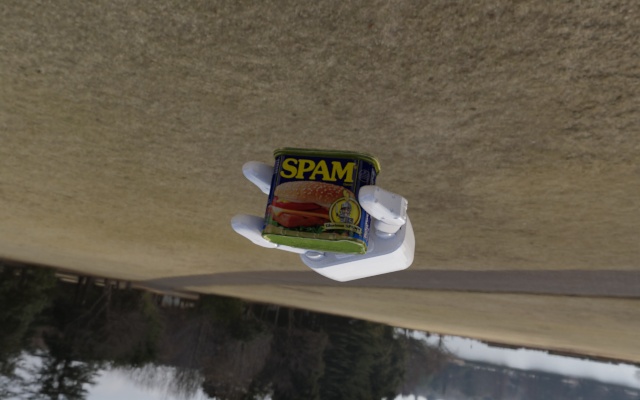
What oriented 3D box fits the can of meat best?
[{"bbox_3d":[0.000,0.002,0.445,0.102,0.084,0.057,5,-17,14],"label":"can of meat"}]
